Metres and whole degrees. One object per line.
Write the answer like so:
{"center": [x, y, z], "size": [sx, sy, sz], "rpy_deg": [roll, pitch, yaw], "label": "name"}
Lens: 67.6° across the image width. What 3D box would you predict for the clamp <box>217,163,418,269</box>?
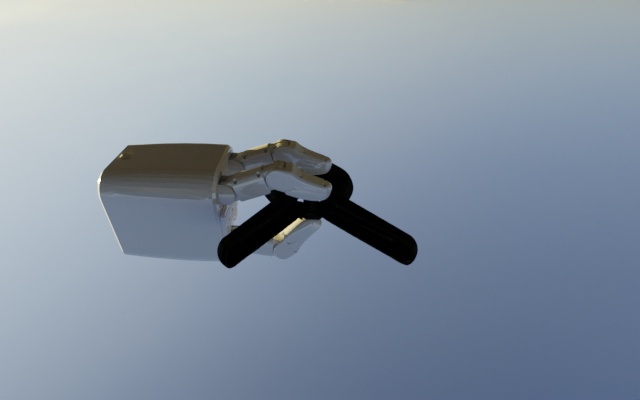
{"center": [0.000, 0.002, 0.467], "size": [0.164, 0.036, 0.210], "rpy_deg": [4, 28, -2], "label": "clamp"}
